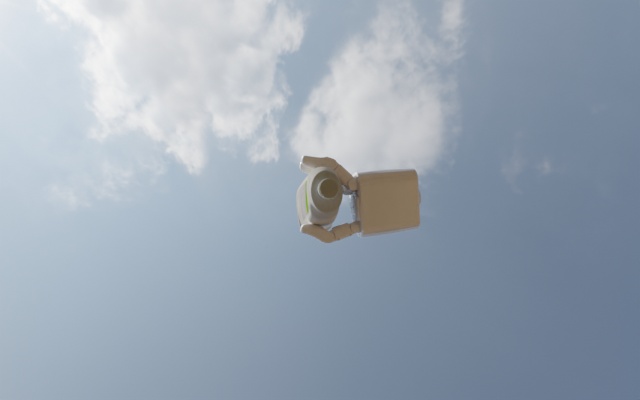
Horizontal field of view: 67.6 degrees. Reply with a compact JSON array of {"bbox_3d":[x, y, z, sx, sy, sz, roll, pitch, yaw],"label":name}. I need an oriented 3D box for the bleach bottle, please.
[{"bbox_3d":[0.000,0.003,0.819,0.068,0.102,0.251,-7,-5,-7],"label":"bleach bottle"}]
